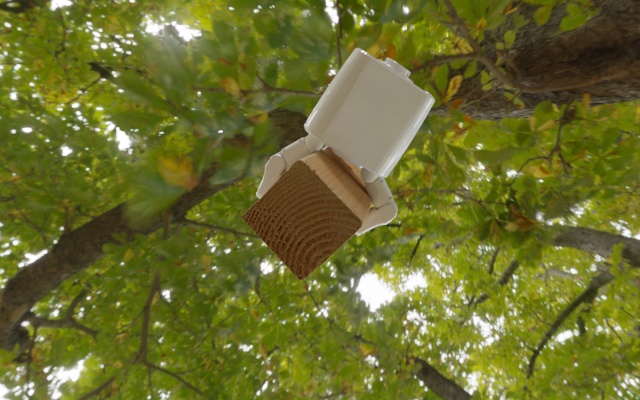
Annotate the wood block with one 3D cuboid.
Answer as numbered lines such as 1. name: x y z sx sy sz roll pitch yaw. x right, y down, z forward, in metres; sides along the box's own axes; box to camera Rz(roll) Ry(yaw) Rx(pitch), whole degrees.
1. wood block: 0.001 0.002 0.561 0.090 0.091 0.206 -44 0 15
